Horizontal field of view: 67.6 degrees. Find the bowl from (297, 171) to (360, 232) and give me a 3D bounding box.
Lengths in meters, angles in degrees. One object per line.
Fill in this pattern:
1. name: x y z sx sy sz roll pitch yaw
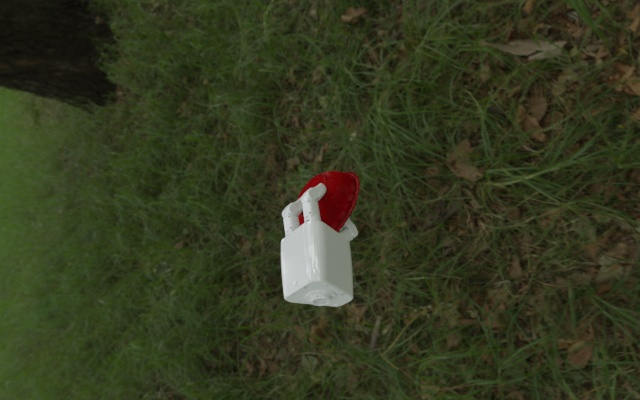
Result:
1. bowl: 0.000 0.002 0.892 0.055 0.162 0.162 32 -14 -23
